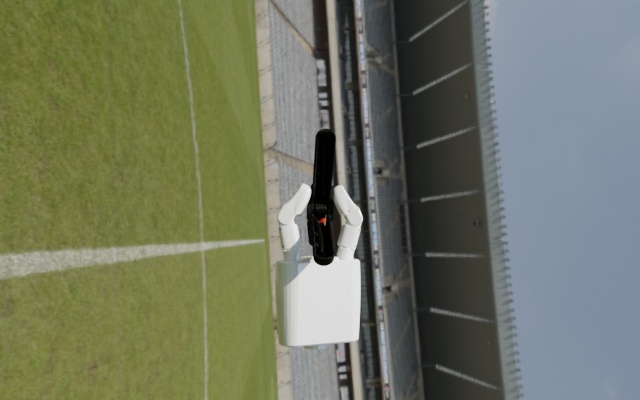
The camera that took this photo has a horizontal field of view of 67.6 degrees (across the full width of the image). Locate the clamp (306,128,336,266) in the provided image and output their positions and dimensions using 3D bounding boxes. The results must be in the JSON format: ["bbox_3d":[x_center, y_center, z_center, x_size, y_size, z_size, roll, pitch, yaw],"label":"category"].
[{"bbox_3d":[0.001,0.002,0.647,0.036,0.164,0.210,3,-6,-3],"label":"clamp"}]
